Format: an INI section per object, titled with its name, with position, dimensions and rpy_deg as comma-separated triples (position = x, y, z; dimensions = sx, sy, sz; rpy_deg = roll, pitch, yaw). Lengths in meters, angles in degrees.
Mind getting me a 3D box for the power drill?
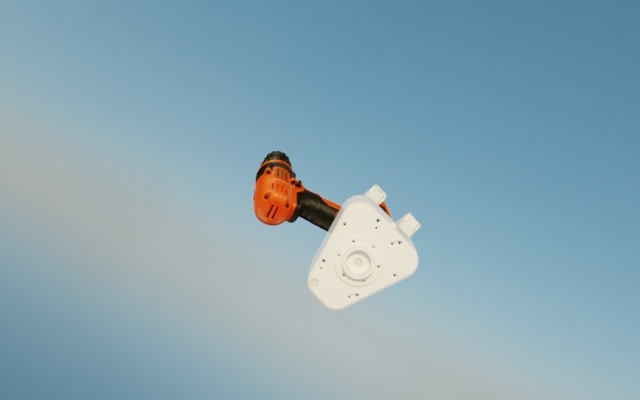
[power drill]
position = 0.001, 0.002, 0.647
dimensions = 0.187, 0.057, 0.184
rpy_deg = 21, 23, -12
